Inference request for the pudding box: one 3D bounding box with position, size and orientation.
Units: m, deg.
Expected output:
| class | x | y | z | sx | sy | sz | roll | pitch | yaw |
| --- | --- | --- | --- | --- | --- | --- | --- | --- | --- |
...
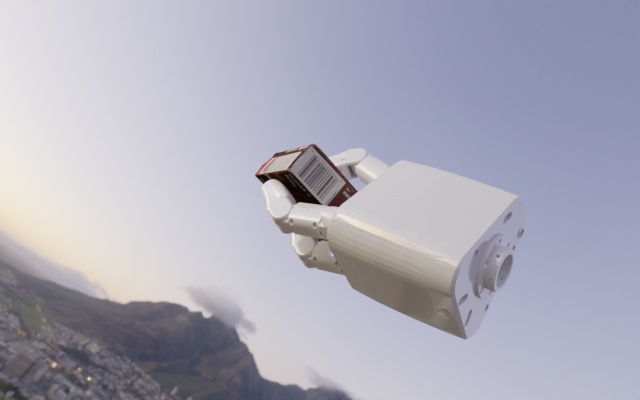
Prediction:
| class | x | y | z | sx | sy | sz | roll | pitch | yaw |
| --- | --- | --- | --- | --- | --- | --- | --- | --- | --- |
| pudding box | 0.000 | 0.001 | 0.453 | 0.039 | 0.113 | 0.090 | -48 | 19 | -19 |
